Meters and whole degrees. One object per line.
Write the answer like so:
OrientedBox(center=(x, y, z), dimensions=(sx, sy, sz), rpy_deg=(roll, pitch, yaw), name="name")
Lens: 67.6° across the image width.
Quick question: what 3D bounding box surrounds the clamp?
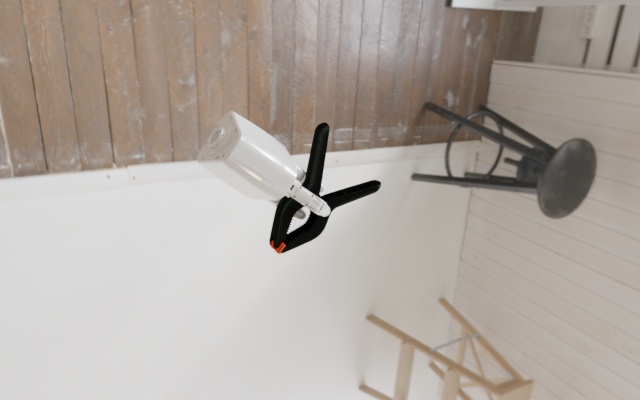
OrientedBox(center=(0.000, 0.003, 0.772), dimensions=(0.165, 0.210, 0.036), rpy_deg=(35, -1, -33), name="clamp")
